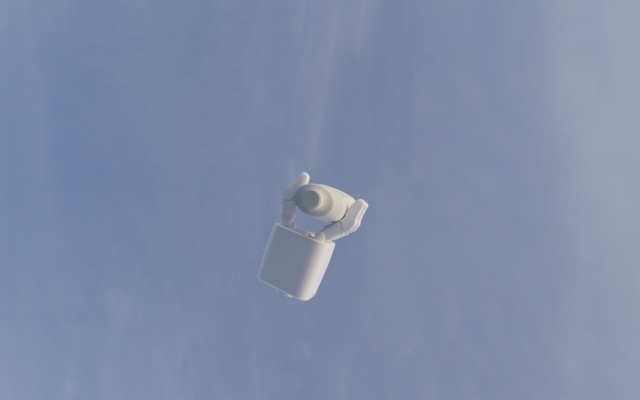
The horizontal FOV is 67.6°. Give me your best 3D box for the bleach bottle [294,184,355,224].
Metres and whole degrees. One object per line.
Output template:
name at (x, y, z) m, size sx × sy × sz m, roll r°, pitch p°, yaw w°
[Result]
bleach bottle at (0.000, 0.003, 0.835) m, size 0.102 × 0.068 × 0.251 m, roll 21°, pitch 0°, yaw 11°
